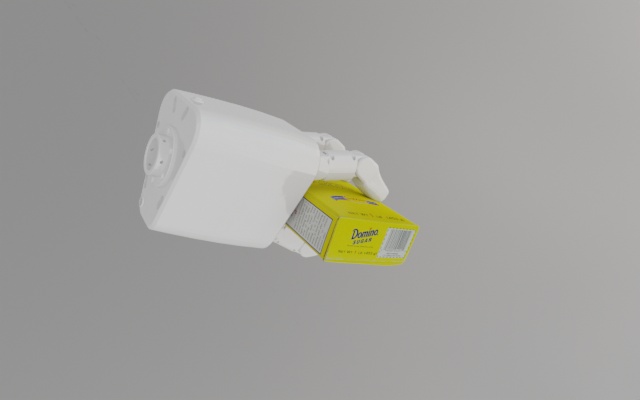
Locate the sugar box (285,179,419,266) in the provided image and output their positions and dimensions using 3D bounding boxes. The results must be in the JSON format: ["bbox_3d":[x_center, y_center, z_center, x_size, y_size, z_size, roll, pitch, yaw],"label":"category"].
[{"bbox_3d":[0.000,0.001,0.457,0.093,0.048,0.176,9,20,-37],"label":"sugar box"}]
